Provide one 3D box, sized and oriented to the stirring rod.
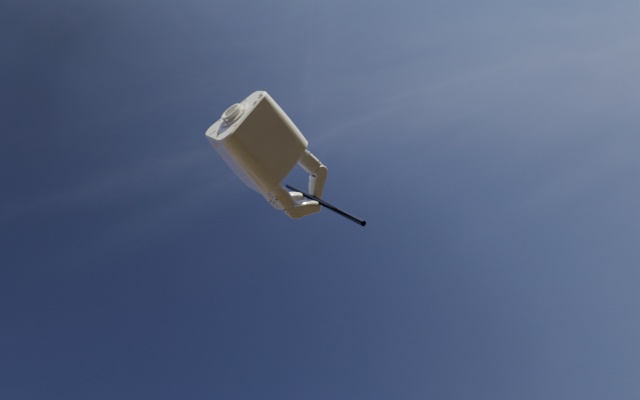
[{"bbox_3d":[0.000,0.002,0.744,0.011,0.011,0.239,0,14,-30],"label":"stirring rod"}]
